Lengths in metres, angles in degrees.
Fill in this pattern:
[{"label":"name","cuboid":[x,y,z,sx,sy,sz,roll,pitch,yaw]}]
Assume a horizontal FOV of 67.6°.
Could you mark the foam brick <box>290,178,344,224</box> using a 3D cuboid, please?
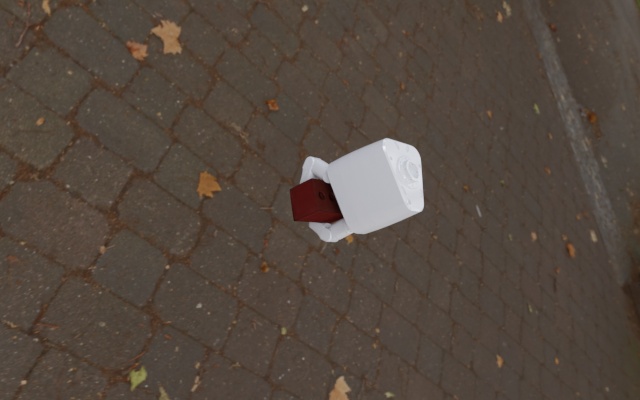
[{"label":"foam brick","cuboid":[0.000,0.002,0.727,0.051,0.053,0.078,-25,-21,40]}]
